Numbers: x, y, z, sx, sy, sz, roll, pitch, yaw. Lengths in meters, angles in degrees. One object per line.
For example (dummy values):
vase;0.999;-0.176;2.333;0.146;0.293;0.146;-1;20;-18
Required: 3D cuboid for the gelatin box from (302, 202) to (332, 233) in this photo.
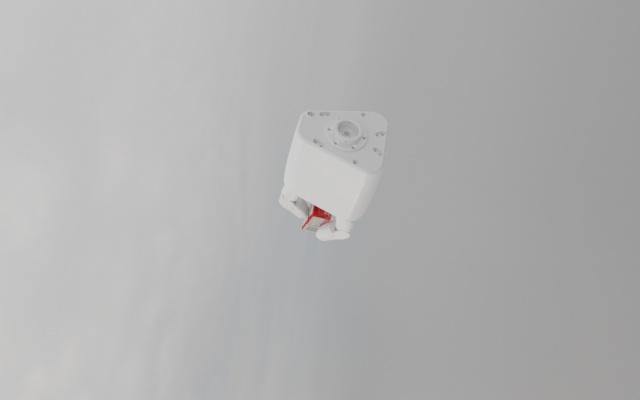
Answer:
gelatin box;0.000;0.002;0.704;0.030;0.073;0.089;14;-19;-8
